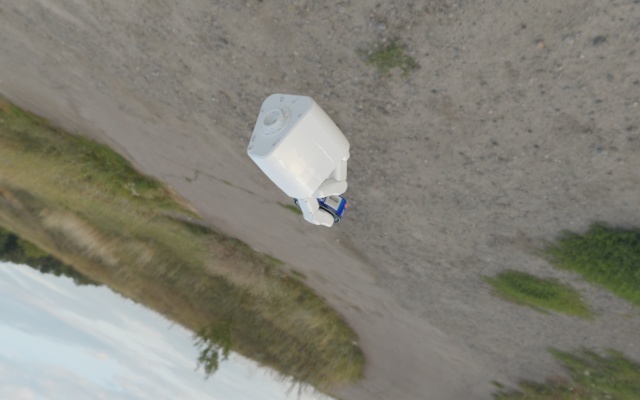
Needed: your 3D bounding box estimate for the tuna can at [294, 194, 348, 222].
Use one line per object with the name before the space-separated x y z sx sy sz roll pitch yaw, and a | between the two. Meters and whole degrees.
tuna can | 0.000 0.003 0.780 0.086 0.033 0.086 22 -15 6
